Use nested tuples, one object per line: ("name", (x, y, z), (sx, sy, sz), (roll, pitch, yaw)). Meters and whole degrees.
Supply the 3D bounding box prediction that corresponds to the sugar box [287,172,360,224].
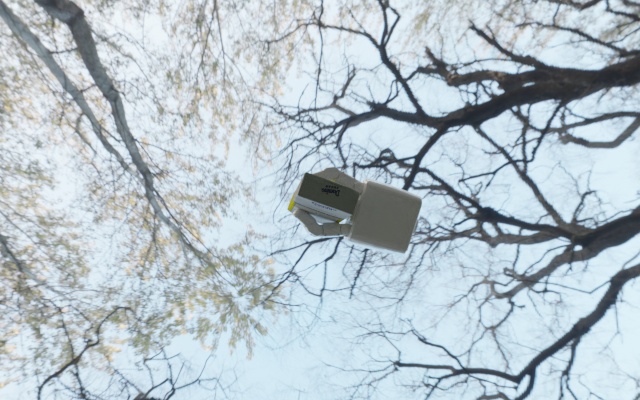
("sugar box", (0.000, 0.002, 0.805), (0.093, 0.048, 0.176), (20, -14, -6))
